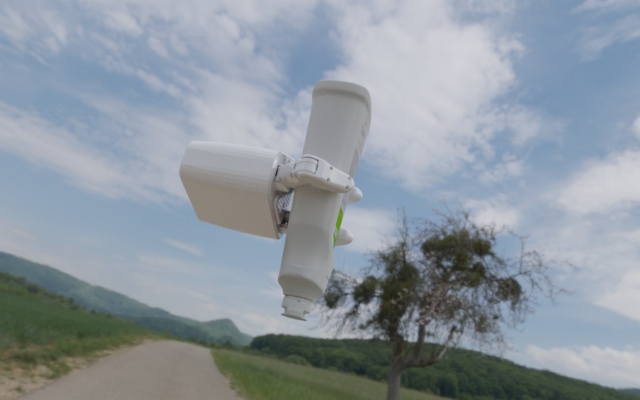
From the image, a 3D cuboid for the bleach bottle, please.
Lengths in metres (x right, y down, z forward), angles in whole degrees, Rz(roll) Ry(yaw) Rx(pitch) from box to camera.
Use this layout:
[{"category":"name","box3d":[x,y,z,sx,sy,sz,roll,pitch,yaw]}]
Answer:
[{"category":"bleach bottle","box3d":[0.000,0.002,0.520,0.068,0.250,0.103,10,-20,12]}]
